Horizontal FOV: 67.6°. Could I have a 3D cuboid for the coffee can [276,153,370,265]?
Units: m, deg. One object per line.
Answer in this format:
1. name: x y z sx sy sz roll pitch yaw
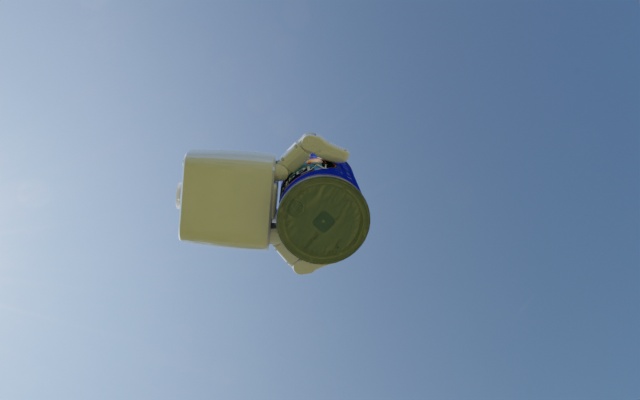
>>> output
1. coffee can: 0.000 0.002 0.582 0.103 0.103 0.140 0 18 -3
